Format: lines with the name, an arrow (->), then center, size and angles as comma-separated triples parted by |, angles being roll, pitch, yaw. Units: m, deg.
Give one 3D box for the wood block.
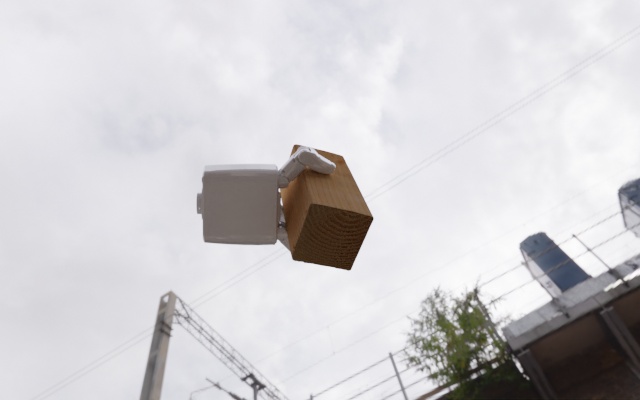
wood block -> 0.000, 0.002, 0.713 | 0.090, 0.091, 0.206 | 13, 25, -16
